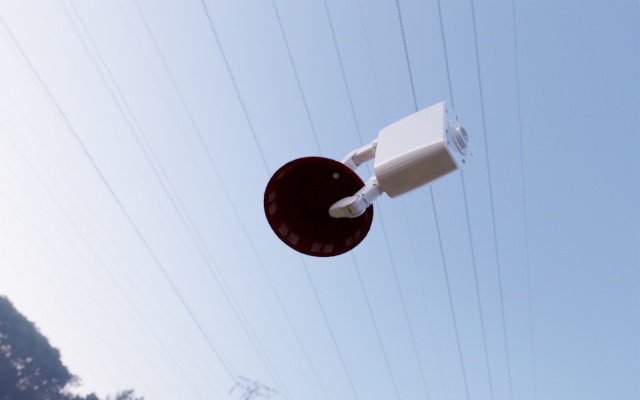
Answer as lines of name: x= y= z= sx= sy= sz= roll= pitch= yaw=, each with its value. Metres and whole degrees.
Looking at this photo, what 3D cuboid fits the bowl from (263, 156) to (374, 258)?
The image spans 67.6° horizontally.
bowl: x=-0.001 y=0.002 z=0.708 sx=0.162 sy=0.162 sz=0.055 roll=0 pitch=25 yaw=11
